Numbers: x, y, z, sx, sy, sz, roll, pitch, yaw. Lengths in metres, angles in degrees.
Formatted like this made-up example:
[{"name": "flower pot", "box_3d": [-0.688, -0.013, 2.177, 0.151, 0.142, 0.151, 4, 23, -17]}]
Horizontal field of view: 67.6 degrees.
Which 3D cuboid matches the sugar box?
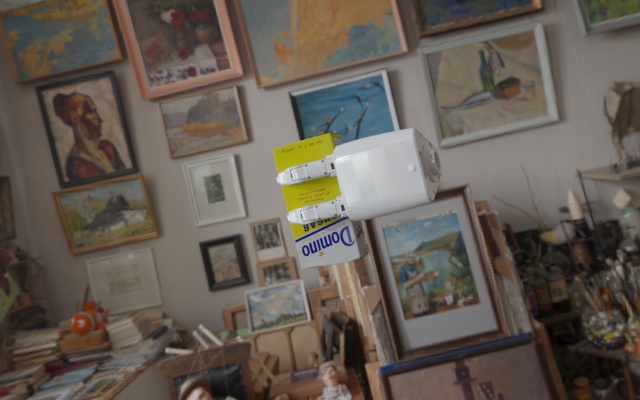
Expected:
[{"name": "sugar box", "box_3d": [0.000, 0.002, 0.669, 0.093, 0.176, 0.048, -13, 1, 23]}]
